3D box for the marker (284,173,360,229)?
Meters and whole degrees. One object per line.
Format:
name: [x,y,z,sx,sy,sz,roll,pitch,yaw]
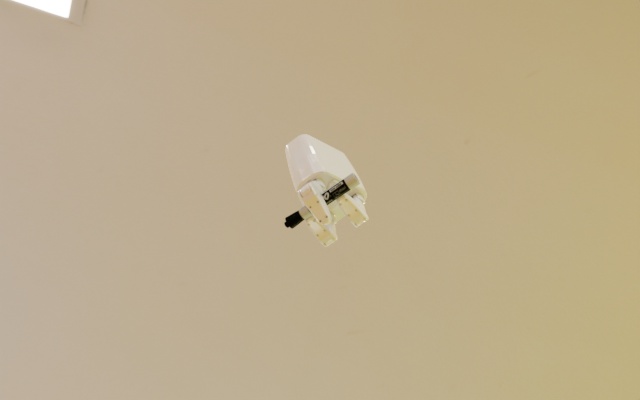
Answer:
marker: [0.000,0.002,0.660,0.121,0.020,0.020,-34,-9,13]
